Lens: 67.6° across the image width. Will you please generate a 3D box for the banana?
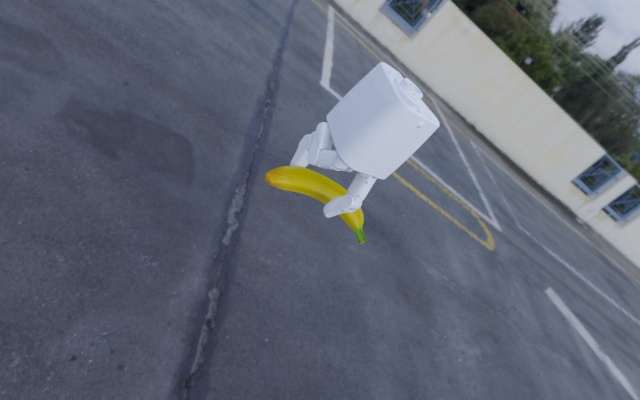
[{"bbox_3d":[0.002,-0.008,0.713,0.198,0.069,0.037,32,-58,-28],"label":"banana"}]
